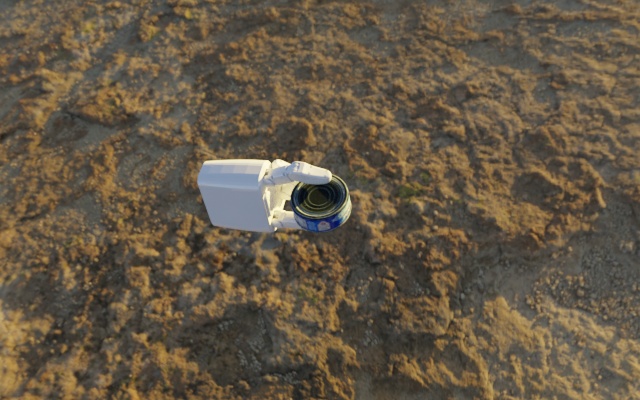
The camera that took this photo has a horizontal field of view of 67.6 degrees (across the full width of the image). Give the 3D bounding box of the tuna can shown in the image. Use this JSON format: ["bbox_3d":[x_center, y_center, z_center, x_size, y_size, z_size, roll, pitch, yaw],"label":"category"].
[{"bbox_3d":[0.000,0.002,0.684,0.086,0.086,0.034,0,-37,10],"label":"tuna can"}]
